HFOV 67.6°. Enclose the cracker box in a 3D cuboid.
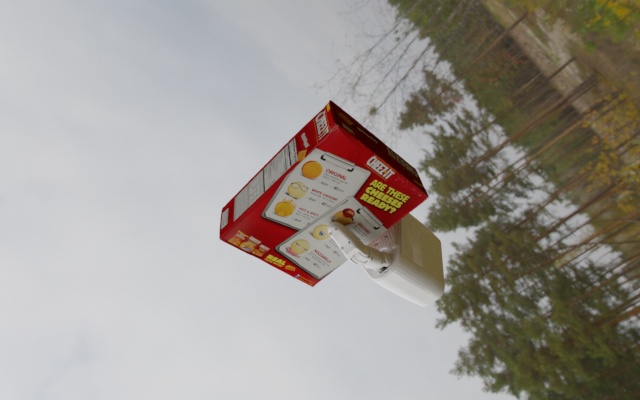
[{"bbox_3d":[0.000,0.002,0.612,0.164,0.072,0.214,33,-62,-31],"label":"cracker box"}]
